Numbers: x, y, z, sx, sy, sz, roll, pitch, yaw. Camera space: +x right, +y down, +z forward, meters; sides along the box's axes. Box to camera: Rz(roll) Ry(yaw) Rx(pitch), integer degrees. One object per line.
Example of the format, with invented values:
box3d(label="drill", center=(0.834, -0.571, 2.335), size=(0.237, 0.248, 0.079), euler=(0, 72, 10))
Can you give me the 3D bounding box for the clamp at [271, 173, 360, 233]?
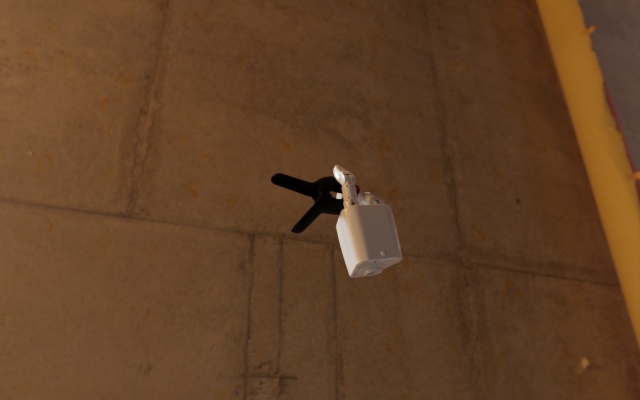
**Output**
box3d(label="clamp", center=(0.000, 0.003, 0.873), size=(0.171, 0.120, 0.039), euler=(-2, -25, -24))
